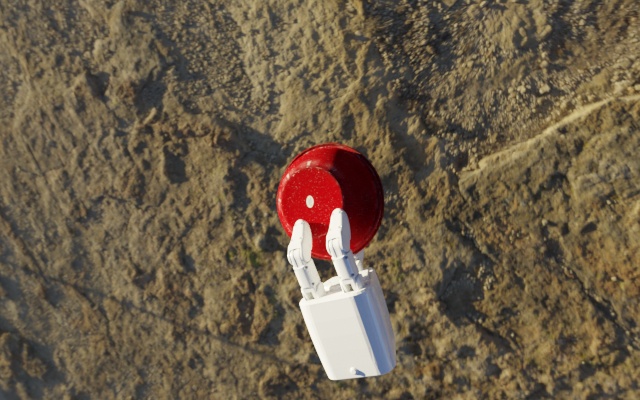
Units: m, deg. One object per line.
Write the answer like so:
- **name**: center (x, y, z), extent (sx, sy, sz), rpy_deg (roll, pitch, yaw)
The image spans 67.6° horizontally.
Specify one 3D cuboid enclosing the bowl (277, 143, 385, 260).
- **bowl**: center (-0.001, 0.001, 0.634), extent (0.162, 0.162, 0.055), rpy_deg (0, 1, 26)
